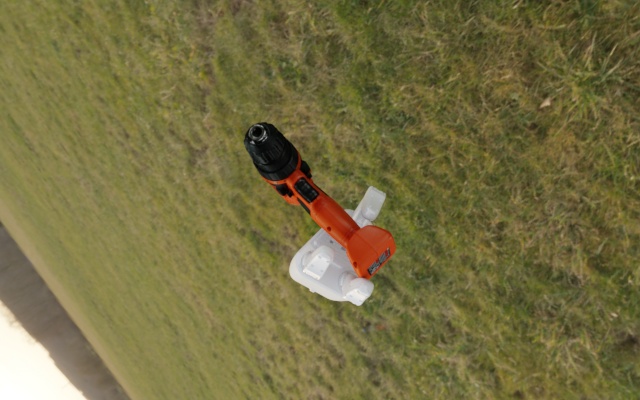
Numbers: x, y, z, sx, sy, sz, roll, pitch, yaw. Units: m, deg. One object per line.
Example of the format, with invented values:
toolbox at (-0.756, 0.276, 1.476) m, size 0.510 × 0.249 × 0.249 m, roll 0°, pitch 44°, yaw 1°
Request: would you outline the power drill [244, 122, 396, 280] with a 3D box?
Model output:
power drill at (0.000, 0.002, 0.546) m, size 0.187 × 0.057 × 0.184 m, roll 45°, pitch -3°, yaw 21°
